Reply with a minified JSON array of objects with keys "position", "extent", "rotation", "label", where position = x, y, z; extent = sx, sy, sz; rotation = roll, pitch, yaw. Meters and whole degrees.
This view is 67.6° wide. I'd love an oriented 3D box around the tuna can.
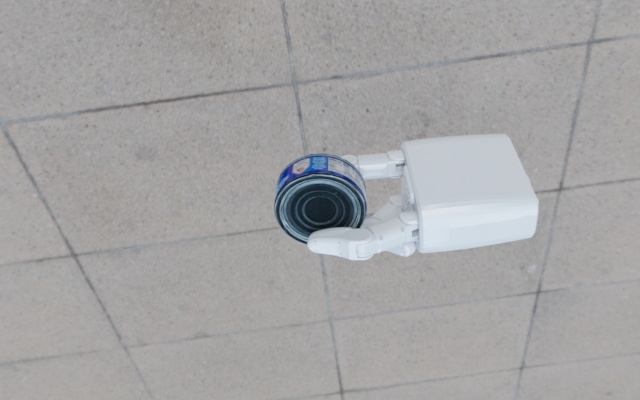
[{"position":[0.000,0.002,0.443],"extent":[0.086,0.086,0.033],"rotation":[0,36,2],"label":"tuna can"}]
